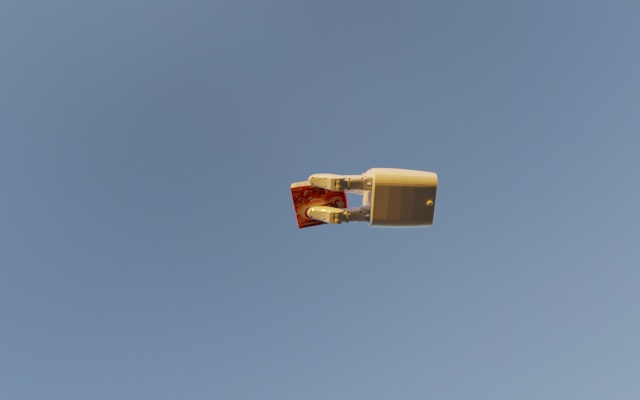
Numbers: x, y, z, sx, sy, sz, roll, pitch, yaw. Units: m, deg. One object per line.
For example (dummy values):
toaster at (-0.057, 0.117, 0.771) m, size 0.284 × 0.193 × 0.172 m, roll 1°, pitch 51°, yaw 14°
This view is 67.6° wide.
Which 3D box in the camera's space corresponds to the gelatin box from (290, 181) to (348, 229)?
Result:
gelatin box at (0.000, 0.003, 0.798) m, size 0.089 × 0.073 × 0.030 m, roll -9°, pitch 17°, yaw 6°
